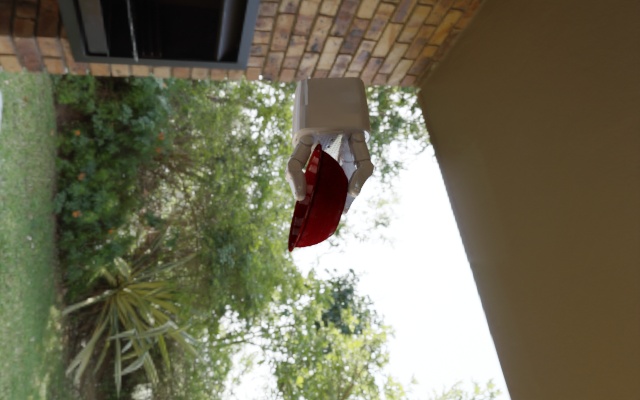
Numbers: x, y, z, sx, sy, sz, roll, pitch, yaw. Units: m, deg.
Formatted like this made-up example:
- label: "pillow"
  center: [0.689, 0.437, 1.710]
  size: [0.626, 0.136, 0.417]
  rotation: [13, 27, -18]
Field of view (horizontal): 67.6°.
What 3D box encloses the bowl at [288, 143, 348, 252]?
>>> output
- label: "bowl"
  center: [0.000, 0.004, 0.691]
  size: [0.055, 0.162, 0.162]
  rotation: [16, -3, -8]
